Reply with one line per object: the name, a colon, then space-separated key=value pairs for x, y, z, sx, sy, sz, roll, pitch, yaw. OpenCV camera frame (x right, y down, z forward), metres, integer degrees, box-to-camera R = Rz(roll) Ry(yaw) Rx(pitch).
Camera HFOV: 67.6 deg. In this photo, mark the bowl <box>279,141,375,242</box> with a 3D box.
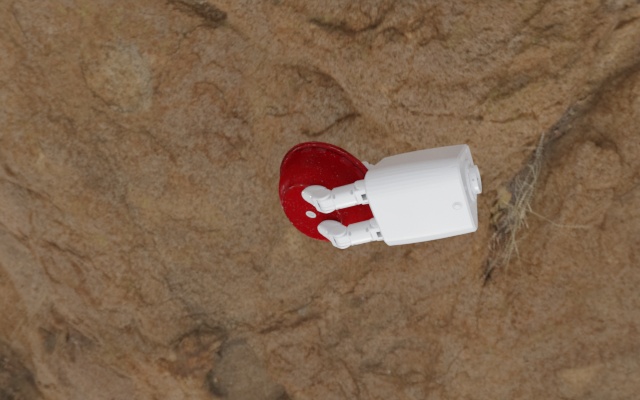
bowl: x=-0.001 y=0.003 z=0.654 sx=0.162 sy=0.162 sz=0.055 roll=0 pitch=35 yaw=35
